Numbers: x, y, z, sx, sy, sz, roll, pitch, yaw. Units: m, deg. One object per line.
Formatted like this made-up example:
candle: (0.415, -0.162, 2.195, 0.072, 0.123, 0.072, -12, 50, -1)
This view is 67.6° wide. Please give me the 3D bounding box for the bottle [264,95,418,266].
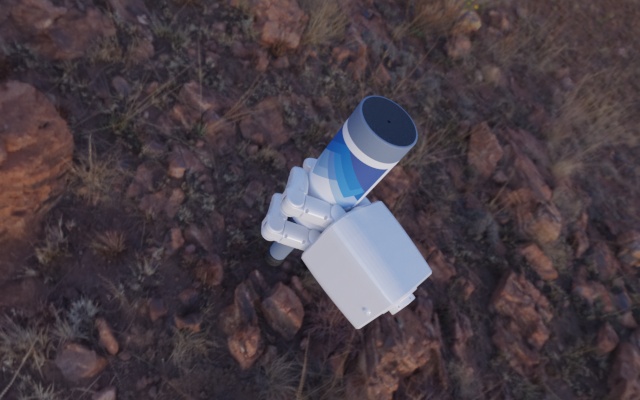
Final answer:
bottle: (0.000, 0.002, 0.564, 0.069, 0.069, 0.296, 0, -32, -32)
